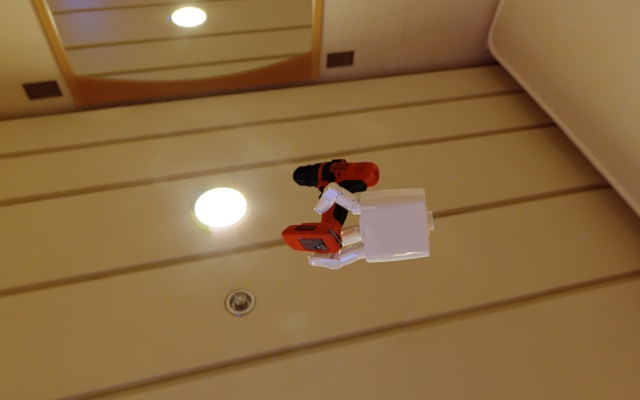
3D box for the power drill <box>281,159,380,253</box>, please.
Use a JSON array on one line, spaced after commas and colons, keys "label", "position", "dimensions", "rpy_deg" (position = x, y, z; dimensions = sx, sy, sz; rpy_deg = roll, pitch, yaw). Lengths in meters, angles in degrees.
[{"label": "power drill", "position": [0.000, 0.003, 0.870], "dimensions": [0.184, 0.187, 0.057], "rpy_deg": [-1, -39, 35]}]
